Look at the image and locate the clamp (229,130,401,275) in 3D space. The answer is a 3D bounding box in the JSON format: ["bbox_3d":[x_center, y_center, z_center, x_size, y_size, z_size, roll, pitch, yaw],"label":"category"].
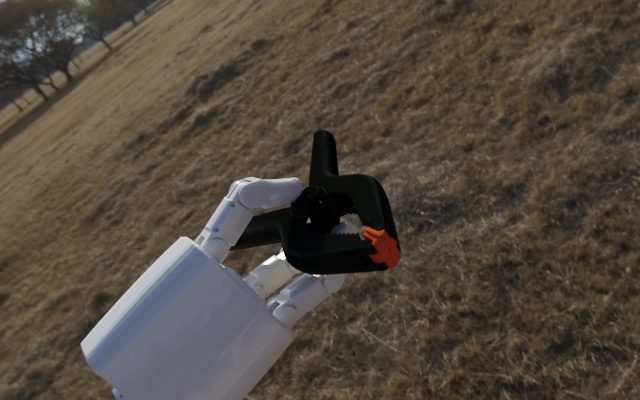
[{"bbox_3d":[0.000,0.001,0.405,0.210,0.164,0.036,15,-31,54],"label":"clamp"}]
